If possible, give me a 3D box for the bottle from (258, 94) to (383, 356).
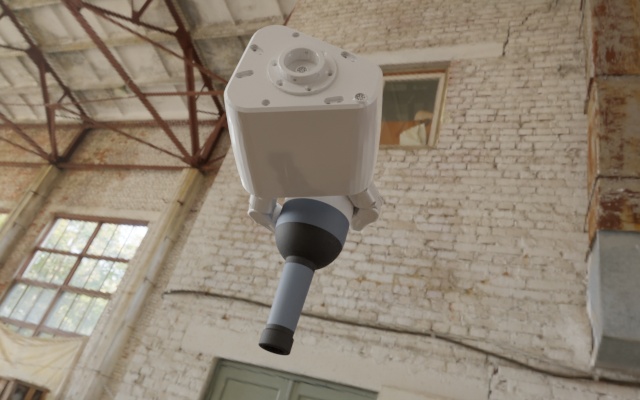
[{"bbox_3d":[0.000,0.001,0.465,0.069,0.295,0.069,13,-31,8],"label":"bottle"}]
